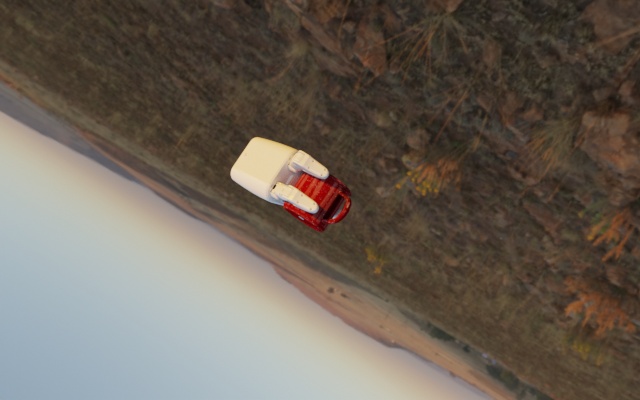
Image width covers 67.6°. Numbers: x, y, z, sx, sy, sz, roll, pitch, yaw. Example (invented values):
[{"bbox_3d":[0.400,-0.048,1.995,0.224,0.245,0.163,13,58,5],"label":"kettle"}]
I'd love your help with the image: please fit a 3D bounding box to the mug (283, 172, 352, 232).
[{"bbox_3d":[0.001,0.003,0.785,0.117,0.081,0.093,26,-11,39],"label":"mug"}]
